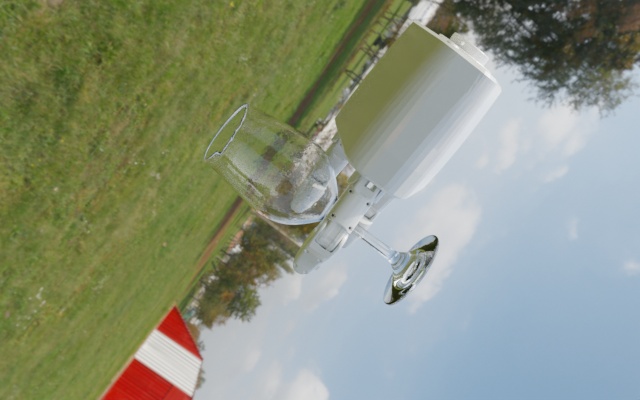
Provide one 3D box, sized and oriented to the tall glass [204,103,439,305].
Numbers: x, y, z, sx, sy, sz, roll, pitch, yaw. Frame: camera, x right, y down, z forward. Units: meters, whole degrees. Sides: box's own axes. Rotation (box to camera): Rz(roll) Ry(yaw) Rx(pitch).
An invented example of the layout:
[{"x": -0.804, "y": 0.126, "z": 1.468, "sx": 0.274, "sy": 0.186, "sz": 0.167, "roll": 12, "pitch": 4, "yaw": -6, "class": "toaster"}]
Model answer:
[{"x": 0.001, "y": 0.002, "z": 0.411, "sx": 0.201, "sy": 0.079, "sz": 0.079, "roll": 36, "pitch": -3, "yaw": -4, "class": "tall glass"}]
